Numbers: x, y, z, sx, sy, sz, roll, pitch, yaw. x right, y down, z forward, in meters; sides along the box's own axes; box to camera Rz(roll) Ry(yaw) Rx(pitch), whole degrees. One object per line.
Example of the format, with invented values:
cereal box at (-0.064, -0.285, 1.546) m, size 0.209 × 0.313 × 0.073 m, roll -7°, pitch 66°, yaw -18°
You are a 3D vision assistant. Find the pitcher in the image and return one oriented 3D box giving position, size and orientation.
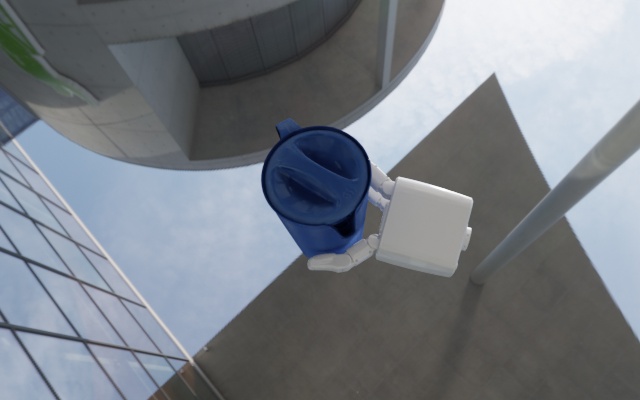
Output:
pitcher at (0.000, 0.002, 0.677) m, size 0.145 × 0.149 × 0.243 m, roll 13°, pitch -20°, yaw 10°
